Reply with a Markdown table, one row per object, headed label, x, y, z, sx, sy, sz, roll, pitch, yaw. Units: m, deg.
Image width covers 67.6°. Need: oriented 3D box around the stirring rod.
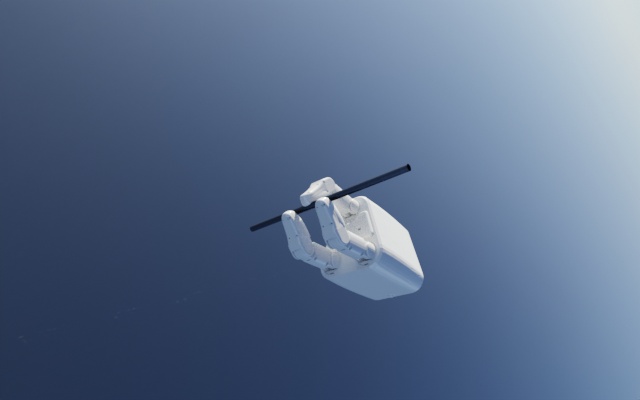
| label | x | y | z | sx | sy | sz | roll | pitch | yaw |
| --- | --- | --- | --- | --- | --- | --- | --- | --- | --- |
| stirring rod | 0.000 | 0.002 | 0.558 | 0.239 | 0.011 | 0.011 | -22 | -13 | 36 |
